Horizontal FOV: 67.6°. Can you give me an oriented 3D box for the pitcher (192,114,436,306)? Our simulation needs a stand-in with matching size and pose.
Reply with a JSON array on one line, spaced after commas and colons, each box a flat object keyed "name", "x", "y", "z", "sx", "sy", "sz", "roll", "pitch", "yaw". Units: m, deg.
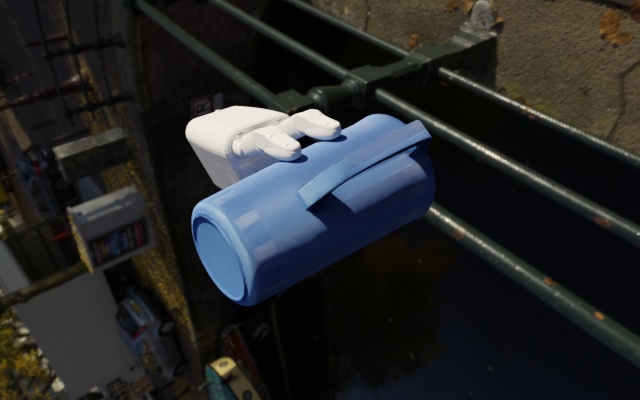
[{"name": "pitcher", "x": 0.000, "y": 0.002, "z": 0.492, "sx": 0.242, "sy": 0.149, "sz": 0.145, "roll": -27, "pitch": 35, "yaw": -33}]
